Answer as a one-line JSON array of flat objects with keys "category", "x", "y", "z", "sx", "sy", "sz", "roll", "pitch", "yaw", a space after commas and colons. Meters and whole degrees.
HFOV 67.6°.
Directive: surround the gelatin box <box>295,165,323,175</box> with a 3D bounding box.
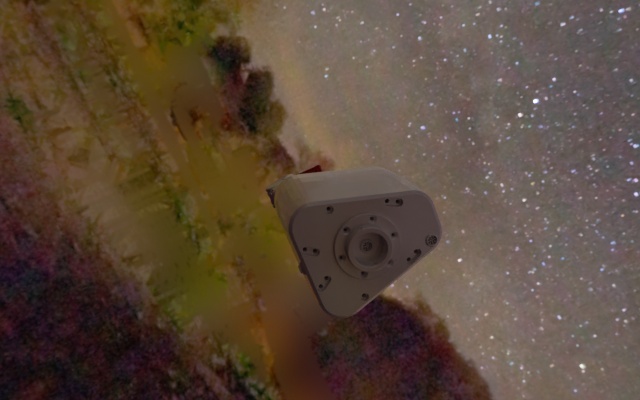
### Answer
[{"category": "gelatin box", "x": 0.001, "y": 0.002, "z": 0.526, "sx": 0.030, "sy": 0.073, "sz": 0.089, "roll": -23, "pitch": 1, "yaw": 0}]
